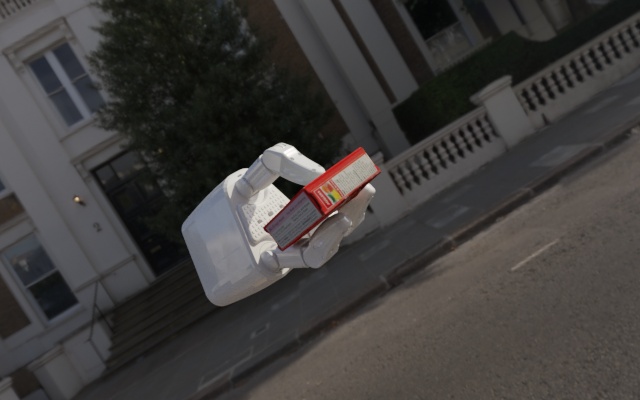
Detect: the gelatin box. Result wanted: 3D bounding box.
[{"bbox_3d":[0.000,0.001,0.403,0.073,0.030,0.089,-36,-4,-36],"label":"gelatin box"}]
